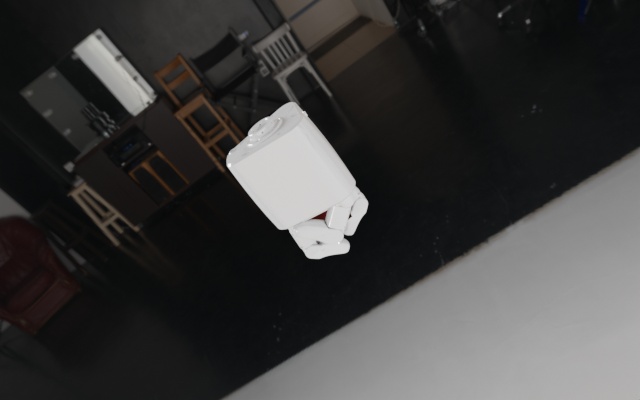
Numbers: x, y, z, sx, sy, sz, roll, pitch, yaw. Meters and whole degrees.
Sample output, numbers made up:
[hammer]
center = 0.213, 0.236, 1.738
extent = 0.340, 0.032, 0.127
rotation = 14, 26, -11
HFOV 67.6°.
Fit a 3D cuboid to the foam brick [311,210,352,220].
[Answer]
[foam brick]
center = 0.000, 0.002, 0.636
extent = 0.053, 0.051, 0.078
rotation = -36, 27, 6
